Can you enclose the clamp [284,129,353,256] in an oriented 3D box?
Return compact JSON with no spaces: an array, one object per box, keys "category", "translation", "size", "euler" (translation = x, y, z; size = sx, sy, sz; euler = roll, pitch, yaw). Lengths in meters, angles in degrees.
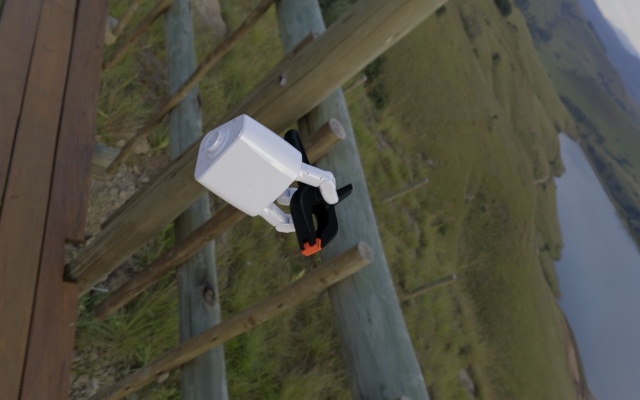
[{"category":"clamp","translation":[0.001,0.002,0.755],"size":[0.036,0.209,0.165],"euler":[-30,-47,30]}]
